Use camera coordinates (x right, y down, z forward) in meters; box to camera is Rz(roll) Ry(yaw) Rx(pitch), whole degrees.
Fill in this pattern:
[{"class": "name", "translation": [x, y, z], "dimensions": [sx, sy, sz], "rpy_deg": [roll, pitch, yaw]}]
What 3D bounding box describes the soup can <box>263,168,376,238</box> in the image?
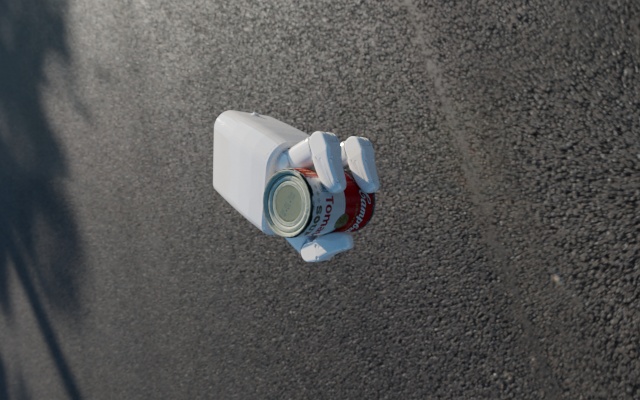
[{"class": "soup can", "translation": [0.000, 0.002, 0.487], "dimensions": [0.068, 0.068, 0.102], "rpy_deg": [0, 1, 41]}]
